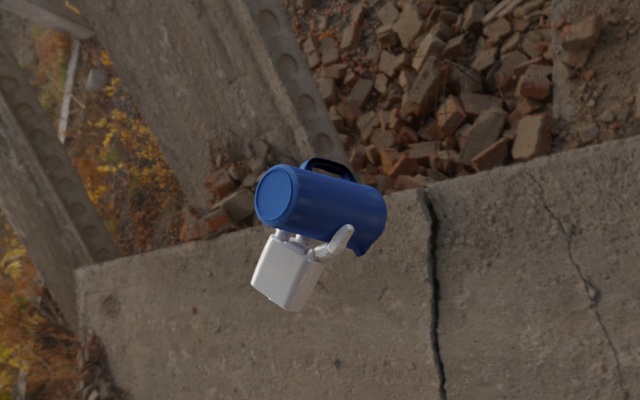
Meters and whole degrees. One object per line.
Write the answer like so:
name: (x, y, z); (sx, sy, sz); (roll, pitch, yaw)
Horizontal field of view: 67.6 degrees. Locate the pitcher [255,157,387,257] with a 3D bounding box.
pitcher: (0.000, 0.003, 0.880); (0.243, 0.145, 0.149); (16, 14, -46)
